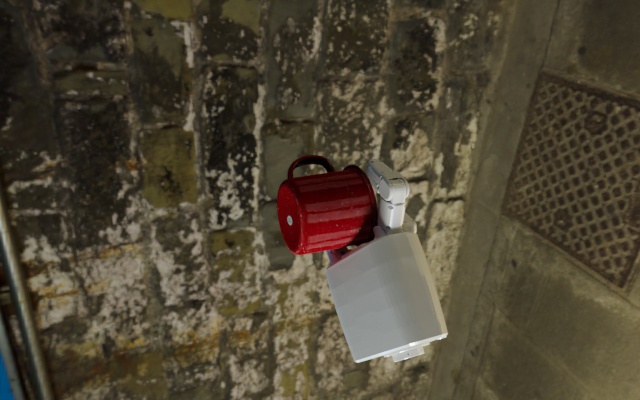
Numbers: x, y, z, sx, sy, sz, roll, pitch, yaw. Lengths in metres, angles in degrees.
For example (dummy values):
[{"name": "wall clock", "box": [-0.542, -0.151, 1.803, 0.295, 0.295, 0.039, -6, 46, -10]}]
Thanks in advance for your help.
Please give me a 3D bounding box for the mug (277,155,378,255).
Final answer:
[{"name": "mug", "box": [-0.001, 0.000, 0.515, 0.081, 0.117, 0.093, -9, -23, -22]}]
